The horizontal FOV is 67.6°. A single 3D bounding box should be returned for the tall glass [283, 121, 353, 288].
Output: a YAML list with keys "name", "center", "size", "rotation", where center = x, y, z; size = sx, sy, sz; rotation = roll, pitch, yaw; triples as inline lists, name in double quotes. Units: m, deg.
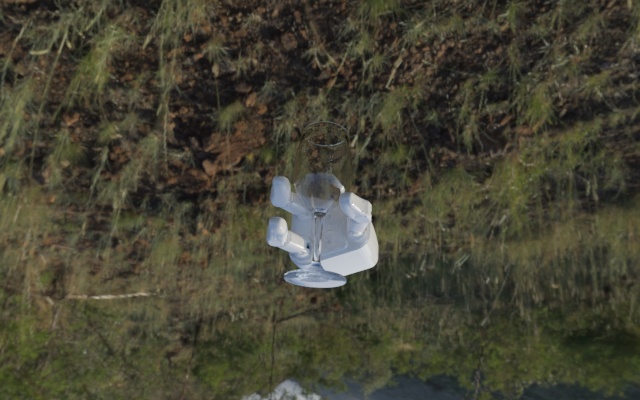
- name: "tall glass"
  center: [0.000, 0.003, 0.597]
  size: [0.079, 0.201, 0.079]
  rotation: [3, -24, 1]
